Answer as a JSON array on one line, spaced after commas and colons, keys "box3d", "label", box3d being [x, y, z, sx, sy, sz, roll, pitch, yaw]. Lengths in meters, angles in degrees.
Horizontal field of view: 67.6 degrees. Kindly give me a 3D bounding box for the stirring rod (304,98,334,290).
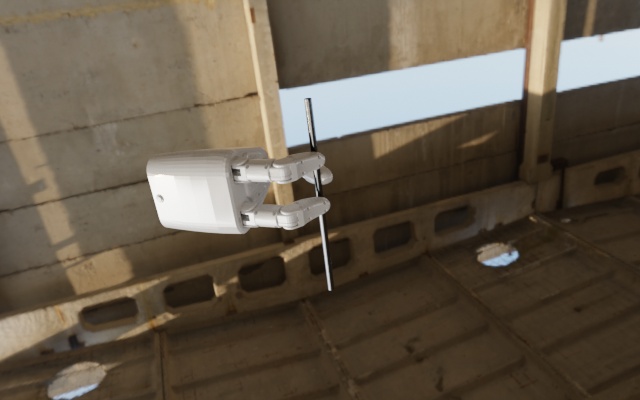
[{"box3d": [0.000, 0.002, 0.552, 0.011, 0.240, 0.011, -6, 24, 3], "label": "stirring rod"}]
